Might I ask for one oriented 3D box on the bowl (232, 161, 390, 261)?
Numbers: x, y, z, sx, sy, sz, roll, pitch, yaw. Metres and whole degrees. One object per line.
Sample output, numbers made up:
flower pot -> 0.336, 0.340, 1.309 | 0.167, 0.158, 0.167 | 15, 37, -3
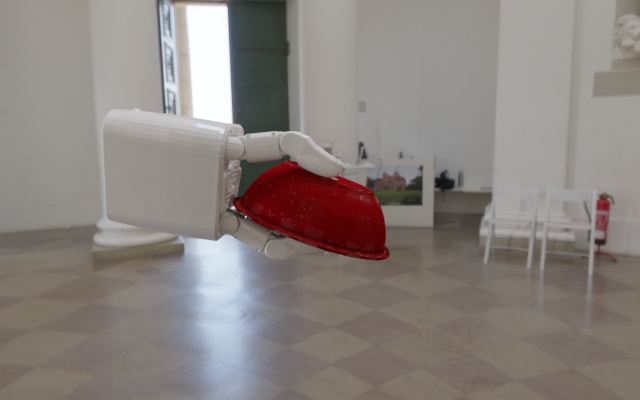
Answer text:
bowl -> 0.001, 0.001, 0.466 | 0.162, 0.055, 0.162 | 19, 7, -3
